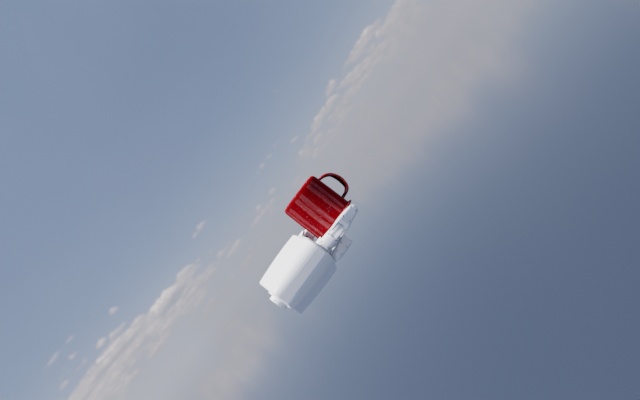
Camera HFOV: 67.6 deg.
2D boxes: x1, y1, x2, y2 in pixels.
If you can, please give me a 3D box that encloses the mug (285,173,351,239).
[{"bbox_3d":[0.001,0.001,0.820,0.081,0.117,0.093,37,-12,-1],"label":"mug"}]
